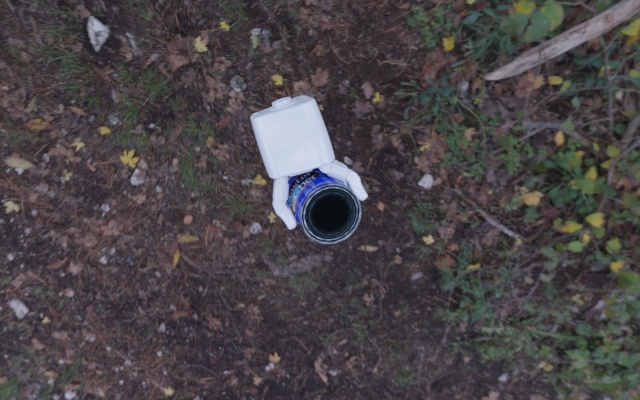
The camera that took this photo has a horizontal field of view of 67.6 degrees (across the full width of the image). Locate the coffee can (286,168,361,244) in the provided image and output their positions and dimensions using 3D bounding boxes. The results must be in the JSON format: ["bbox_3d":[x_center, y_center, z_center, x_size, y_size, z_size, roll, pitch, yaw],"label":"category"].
[{"bbox_3d":[0.000,0.003,0.829,0.103,0.103,0.140,0,17,-15],"label":"coffee can"}]
